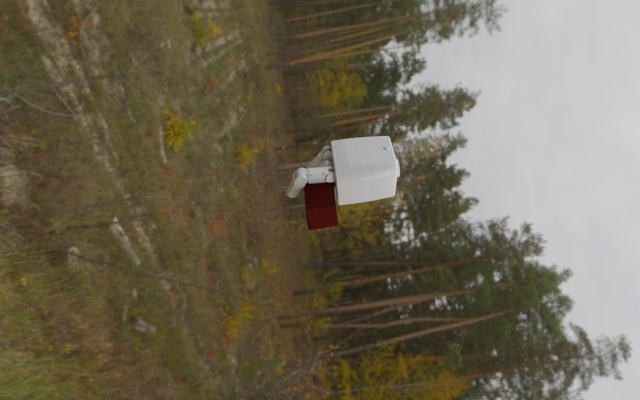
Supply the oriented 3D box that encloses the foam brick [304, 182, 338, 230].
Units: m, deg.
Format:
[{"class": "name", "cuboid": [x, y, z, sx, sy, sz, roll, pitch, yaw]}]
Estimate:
[{"class": "foam brick", "cuboid": [0.000, 0.003, 0.815, 0.051, 0.078, 0.053, -6, -44, 1]}]
